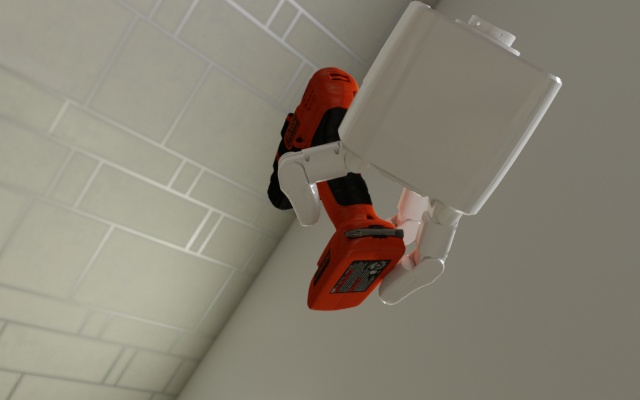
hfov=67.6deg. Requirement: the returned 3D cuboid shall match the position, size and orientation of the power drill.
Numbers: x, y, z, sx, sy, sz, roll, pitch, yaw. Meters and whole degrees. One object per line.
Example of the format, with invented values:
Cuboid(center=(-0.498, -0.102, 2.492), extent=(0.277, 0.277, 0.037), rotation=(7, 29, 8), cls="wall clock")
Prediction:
Cuboid(center=(0.000, 0.002, 0.442), extent=(0.057, 0.187, 0.184), rotation=(-1, -37, -24), cls="power drill")
